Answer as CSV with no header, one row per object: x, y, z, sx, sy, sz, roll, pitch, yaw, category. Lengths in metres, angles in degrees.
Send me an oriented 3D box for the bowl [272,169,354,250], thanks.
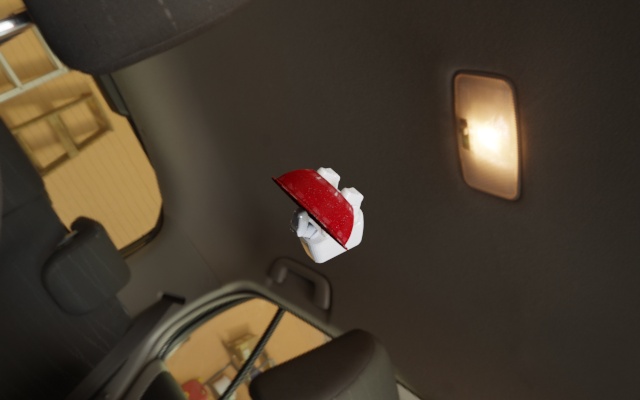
0.000,0.002,0.738,0.162,0.055,0.162,44,-3,3,bowl
